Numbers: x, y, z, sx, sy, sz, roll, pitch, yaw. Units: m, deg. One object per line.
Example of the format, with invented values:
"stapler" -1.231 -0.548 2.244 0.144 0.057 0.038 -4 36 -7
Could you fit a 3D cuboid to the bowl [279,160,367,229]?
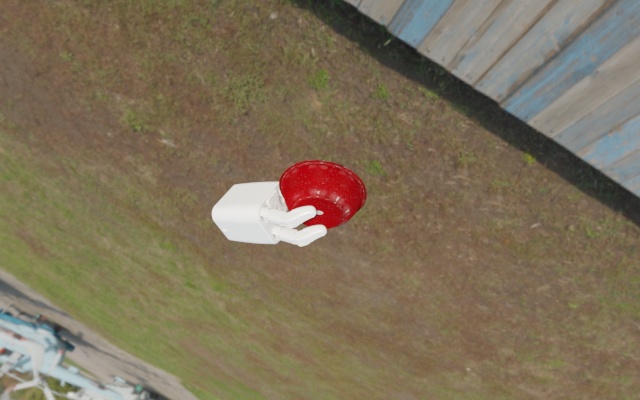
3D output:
"bowl" 0.001 0.003 0.850 0.162 0.055 0.162 6 -39 5
